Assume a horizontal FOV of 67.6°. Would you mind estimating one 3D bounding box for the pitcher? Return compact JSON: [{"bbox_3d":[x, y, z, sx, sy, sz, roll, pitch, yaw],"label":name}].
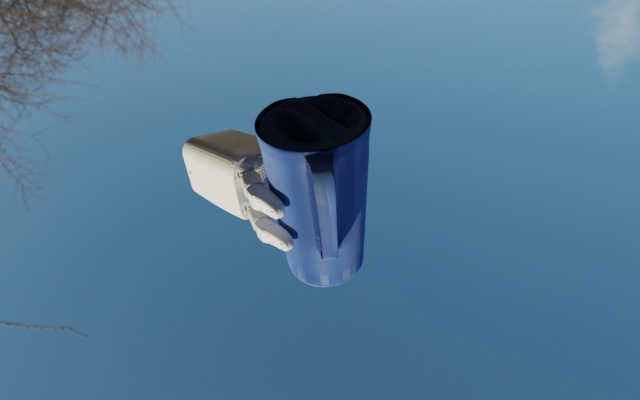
[{"bbox_3d":[0.000,0.002,0.604,0.145,0.243,0.149,23,47,30],"label":"pitcher"}]
